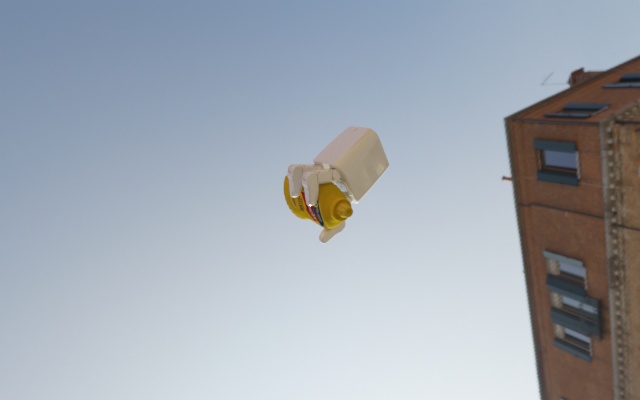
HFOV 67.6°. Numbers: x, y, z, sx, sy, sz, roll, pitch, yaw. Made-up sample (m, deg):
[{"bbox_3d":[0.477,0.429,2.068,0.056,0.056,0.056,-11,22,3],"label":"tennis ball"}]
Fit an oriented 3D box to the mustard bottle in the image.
[{"bbox_3d":[0.000,0.003,0.898,0.058,0.096,0.191,-23,22,-27],"label":"mustard bottle"}]
